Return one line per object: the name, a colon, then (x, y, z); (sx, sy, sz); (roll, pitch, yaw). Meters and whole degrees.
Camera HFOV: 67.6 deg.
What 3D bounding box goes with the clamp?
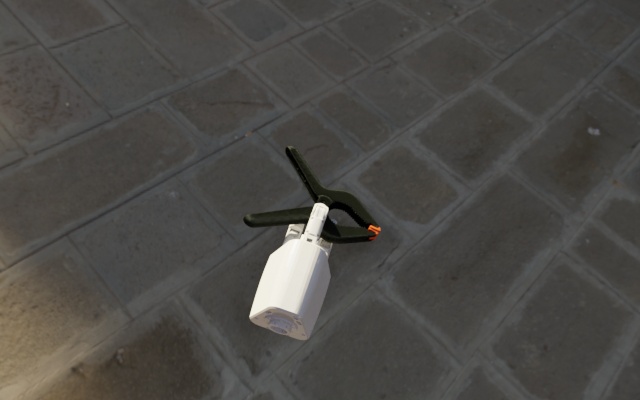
clamp: (0.001, 0.003, 0.779); (0.210, 0.164, 0.036); (19, -29, 0)
